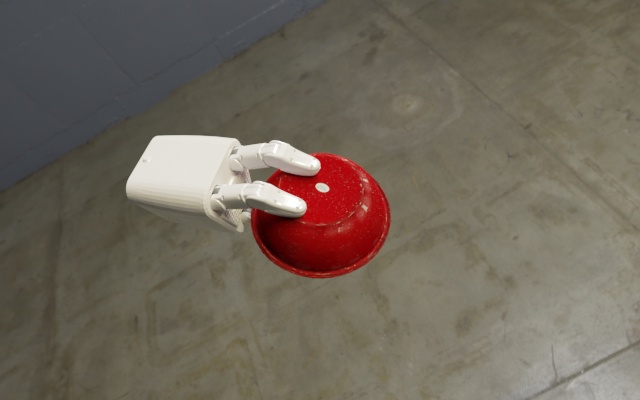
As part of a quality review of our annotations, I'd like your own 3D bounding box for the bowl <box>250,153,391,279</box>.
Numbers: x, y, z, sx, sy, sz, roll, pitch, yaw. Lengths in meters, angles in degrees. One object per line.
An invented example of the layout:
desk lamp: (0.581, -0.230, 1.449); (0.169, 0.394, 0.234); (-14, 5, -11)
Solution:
bowl: (0.001, 0.002, 0.529); (0.162, 0.162, 0.055); (0, -33, 0)
